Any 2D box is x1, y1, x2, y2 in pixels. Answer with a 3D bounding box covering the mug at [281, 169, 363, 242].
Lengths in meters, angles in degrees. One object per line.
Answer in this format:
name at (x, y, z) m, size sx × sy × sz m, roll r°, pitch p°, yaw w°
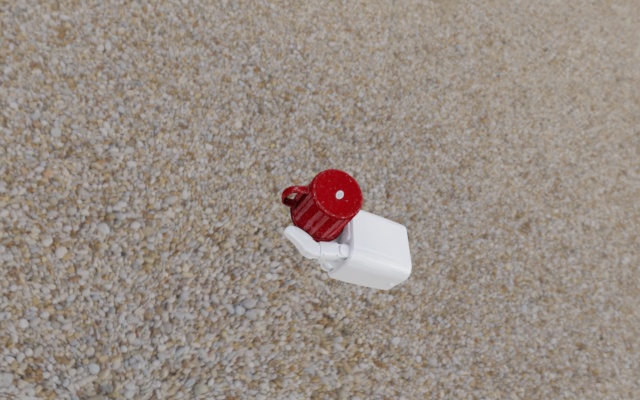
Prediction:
mug at (-0.001, 0.002, 0.706) m, size 0.117 × 0.093 × 0.081 m, roll 17°, pitch -30°, yaw -16°
